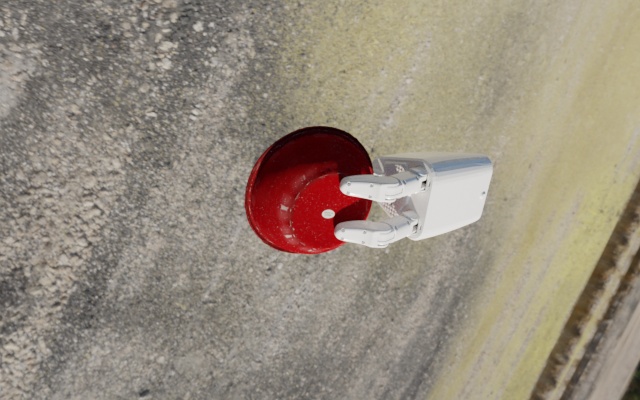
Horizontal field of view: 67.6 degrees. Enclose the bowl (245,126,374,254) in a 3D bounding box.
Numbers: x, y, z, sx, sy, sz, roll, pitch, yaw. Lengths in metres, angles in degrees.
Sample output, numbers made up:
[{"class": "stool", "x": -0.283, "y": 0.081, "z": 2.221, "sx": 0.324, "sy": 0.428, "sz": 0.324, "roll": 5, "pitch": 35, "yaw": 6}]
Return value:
[{"class": "bowl", "x": -0.001, "y": 0.002, "z": 0.533, "sx": 0.162, "sy": 0.162, "sz": 0.055, "roll": 0, "pitch": 25, "yaw": -25}]
